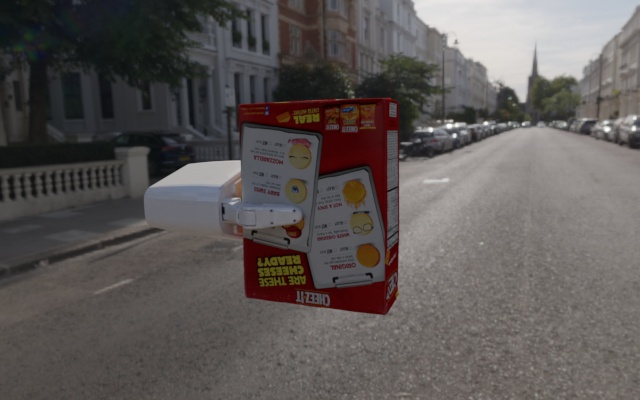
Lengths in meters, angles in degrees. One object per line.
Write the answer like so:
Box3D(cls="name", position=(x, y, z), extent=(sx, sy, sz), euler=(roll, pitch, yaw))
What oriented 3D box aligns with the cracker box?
Box3D(cls="cracker box", position=(0.000, 0.002, 0.515), extent=(0.164, 0.214, 0.072), euler=(2, 9, 23))
